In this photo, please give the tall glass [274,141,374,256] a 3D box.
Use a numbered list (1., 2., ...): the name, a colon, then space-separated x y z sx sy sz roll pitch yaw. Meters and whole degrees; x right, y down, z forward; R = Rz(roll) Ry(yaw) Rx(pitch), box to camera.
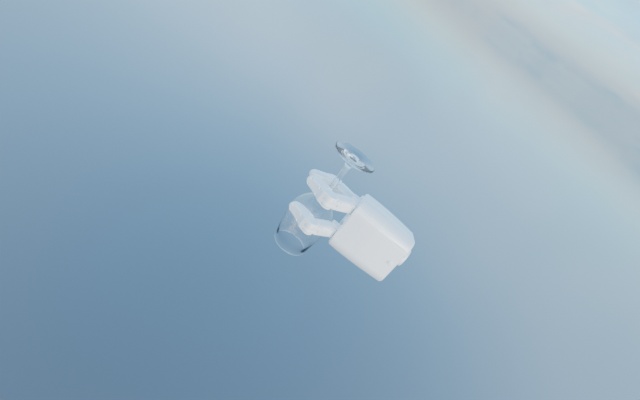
1. tall glass: 0.000 0.002 0.785 0.079 0.201 0.079 29 28 -17
